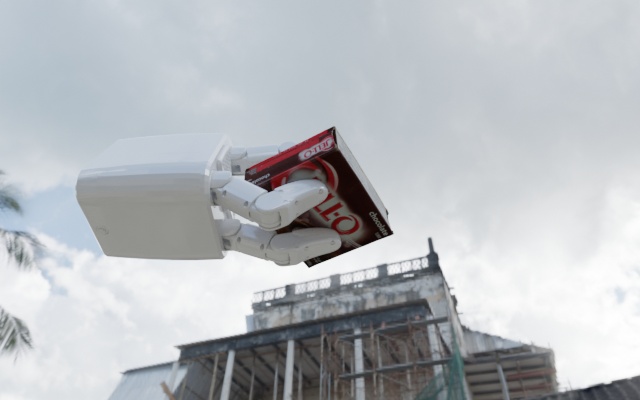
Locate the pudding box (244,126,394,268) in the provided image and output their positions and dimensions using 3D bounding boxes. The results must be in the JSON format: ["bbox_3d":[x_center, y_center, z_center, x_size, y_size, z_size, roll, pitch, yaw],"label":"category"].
[{"bbox_3d":[0.000,0.001,0.419,0.090,0.039,0.113,-24,-50,18],"label":"pudding box"}]
